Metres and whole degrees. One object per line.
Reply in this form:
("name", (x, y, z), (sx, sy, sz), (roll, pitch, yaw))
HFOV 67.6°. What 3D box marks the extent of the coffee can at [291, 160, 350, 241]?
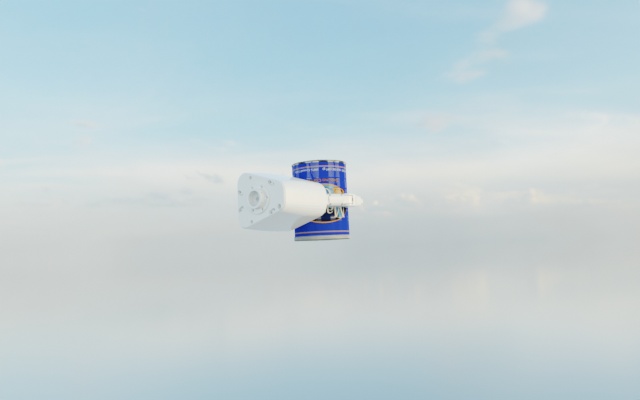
("coffee can", (0.000, 0.003, 0.879), (0.103, 0.140, 0.103), (-3, -6, 0))
